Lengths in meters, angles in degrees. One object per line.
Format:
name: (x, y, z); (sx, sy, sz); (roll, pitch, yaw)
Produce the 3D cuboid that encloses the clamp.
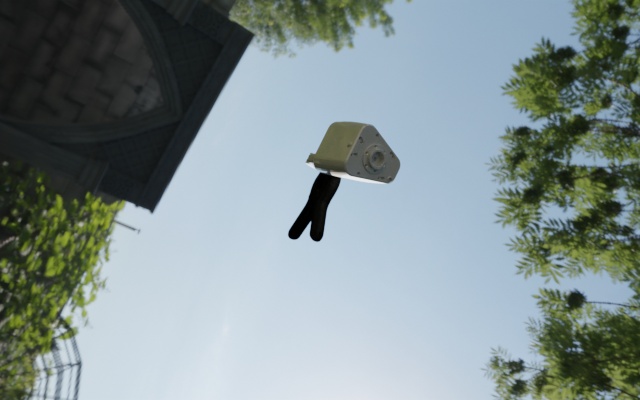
clamp: (0.001, 0.003, 0.878); (0.039, 0.171, 0.120); (26, -4, -28)
